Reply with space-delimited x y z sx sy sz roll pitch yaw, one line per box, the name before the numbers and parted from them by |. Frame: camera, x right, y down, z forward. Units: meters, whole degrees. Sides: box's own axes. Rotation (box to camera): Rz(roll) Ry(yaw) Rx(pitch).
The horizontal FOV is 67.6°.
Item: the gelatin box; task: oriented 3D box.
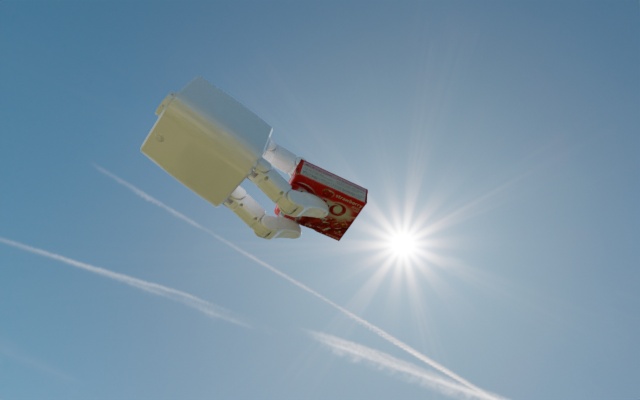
gelatin box | 0.000 0.002 0.561 0.089 0.030 0.073 24 -49 -10
